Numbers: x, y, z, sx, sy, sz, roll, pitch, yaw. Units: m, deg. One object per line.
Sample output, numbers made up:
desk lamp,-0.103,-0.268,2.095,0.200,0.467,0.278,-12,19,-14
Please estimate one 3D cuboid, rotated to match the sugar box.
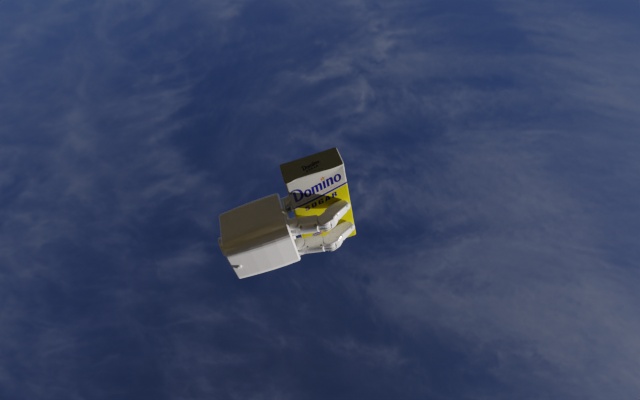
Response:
sugar box,0.000,0.003,0.767,0.093,0.048,0.176,-18,-39,-3
